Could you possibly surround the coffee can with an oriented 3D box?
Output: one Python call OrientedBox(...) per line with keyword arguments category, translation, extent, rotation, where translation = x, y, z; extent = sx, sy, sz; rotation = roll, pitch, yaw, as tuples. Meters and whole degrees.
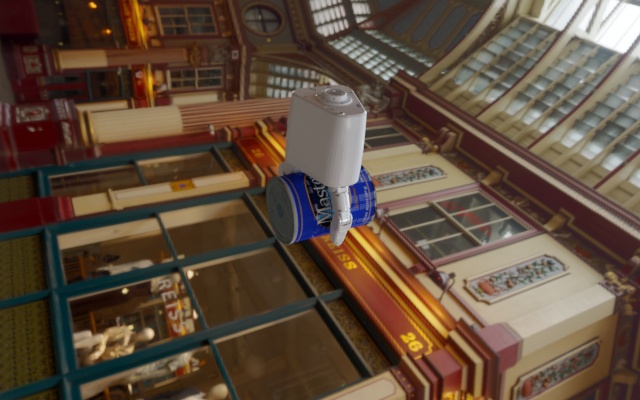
OrientedBox(category="coffee can", translation=(0.000, 0.003, 0.733), extent=(0.140, 0.103, 0.103), rotation=(-12, 5, -26))
